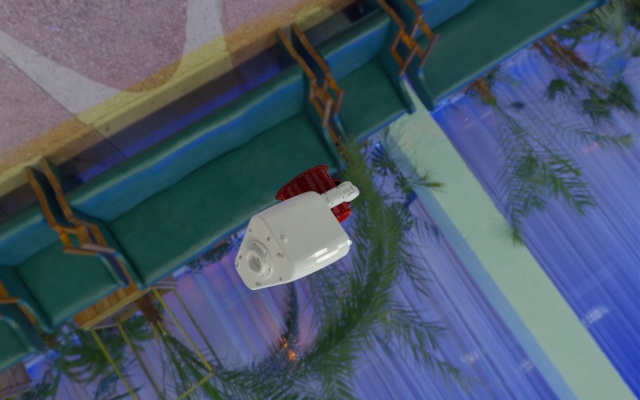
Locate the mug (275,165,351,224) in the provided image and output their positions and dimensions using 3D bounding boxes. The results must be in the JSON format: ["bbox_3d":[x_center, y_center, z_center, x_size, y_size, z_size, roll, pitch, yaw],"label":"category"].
[{"bbox_3d":[0.001,0.002,0.725,0.117,0.081,0.093,-22,-15,-44],"label":"mug"}]
